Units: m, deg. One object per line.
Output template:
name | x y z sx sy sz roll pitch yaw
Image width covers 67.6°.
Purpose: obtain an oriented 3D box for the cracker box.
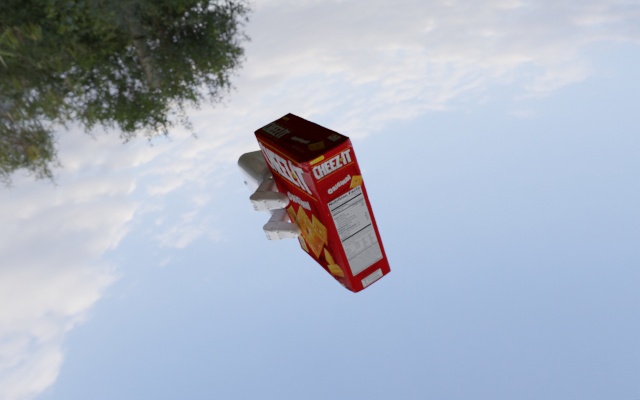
cracker box | 0.000 0.002 0.656 0.072 0.214 0.164 -31 32 -17
